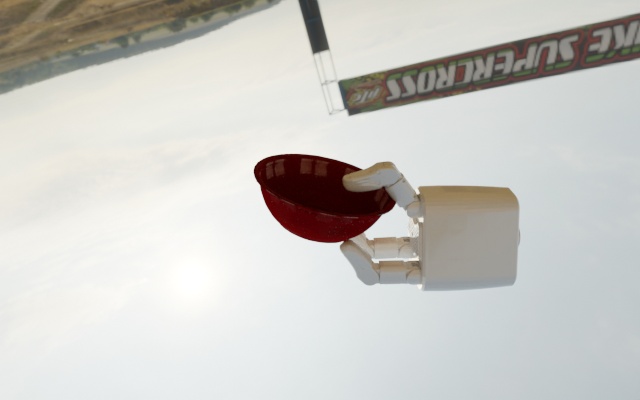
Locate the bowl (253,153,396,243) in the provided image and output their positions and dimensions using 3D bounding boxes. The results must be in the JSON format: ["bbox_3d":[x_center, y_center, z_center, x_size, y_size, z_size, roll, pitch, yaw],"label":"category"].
[{"bbox_3d":[-0.001,0.002,0.540,0.162,0.055,0.162,12,24,-5],"label":"bowl"}]
